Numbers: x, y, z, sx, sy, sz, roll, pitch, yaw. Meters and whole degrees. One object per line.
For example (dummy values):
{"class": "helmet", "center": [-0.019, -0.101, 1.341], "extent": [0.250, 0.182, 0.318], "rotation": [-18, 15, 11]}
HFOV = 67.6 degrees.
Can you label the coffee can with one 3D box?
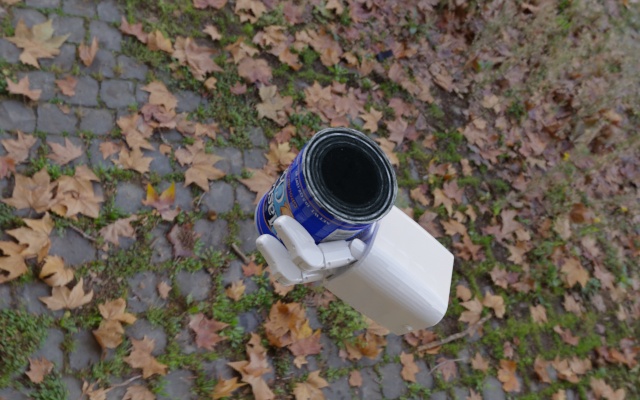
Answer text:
{"class": "coffee can", "center": [0.000, 0.002, 0.508], "extent": [0.103, 0.102, 0.140], "rotation": [0, -23, -27]}
